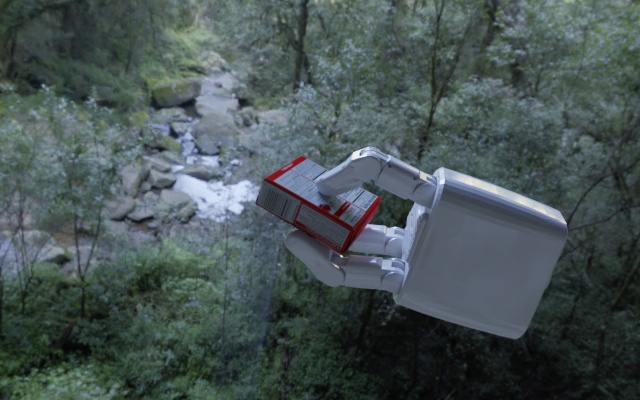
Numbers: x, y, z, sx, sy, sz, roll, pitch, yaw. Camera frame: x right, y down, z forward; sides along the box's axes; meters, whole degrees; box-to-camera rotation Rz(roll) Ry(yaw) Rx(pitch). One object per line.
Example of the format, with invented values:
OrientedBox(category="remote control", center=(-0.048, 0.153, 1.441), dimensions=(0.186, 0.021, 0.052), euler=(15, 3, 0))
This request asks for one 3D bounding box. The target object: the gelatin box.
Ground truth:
OrientedBox(category="gelatin box", center=(0.000, 0.001, 0.417), dimensions=(0.089, 0.030, 0.073), euler=(30, 30, 11))
